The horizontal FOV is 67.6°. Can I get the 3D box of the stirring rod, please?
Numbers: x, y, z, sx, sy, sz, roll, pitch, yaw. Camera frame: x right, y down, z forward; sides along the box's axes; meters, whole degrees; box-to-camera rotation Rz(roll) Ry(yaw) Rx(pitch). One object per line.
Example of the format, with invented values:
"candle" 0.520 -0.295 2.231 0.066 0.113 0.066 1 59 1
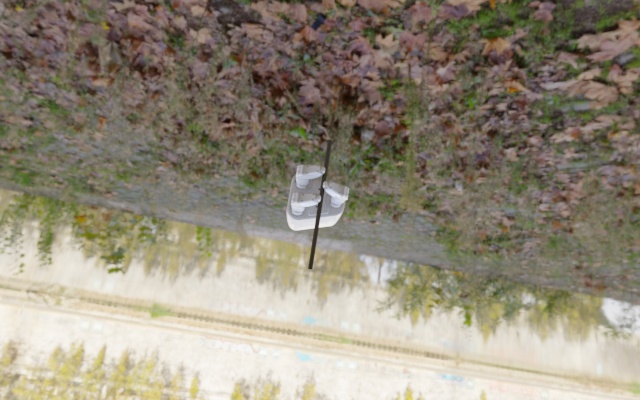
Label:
"stirring rod" 0.000 0.003 0.845 0.011 0.239 0.011 8 -18 3
